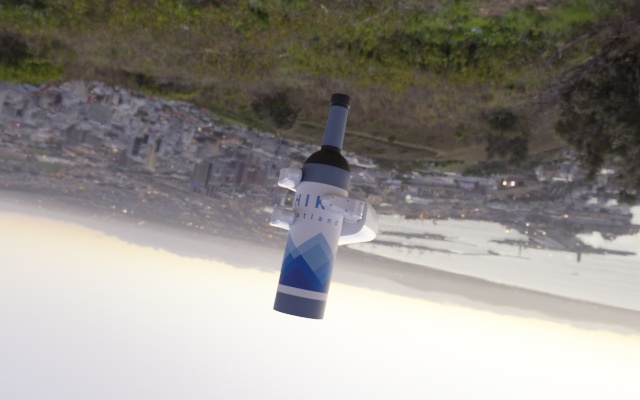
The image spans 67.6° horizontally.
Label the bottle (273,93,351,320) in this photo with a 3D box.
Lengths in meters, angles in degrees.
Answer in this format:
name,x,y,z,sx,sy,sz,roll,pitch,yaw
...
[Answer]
name,x,y,z,sx,sy,sz,roll,pitch,yaw
bottle,0.000,0.002,0.627,0.069,0.295,0.069,11,-8,2
